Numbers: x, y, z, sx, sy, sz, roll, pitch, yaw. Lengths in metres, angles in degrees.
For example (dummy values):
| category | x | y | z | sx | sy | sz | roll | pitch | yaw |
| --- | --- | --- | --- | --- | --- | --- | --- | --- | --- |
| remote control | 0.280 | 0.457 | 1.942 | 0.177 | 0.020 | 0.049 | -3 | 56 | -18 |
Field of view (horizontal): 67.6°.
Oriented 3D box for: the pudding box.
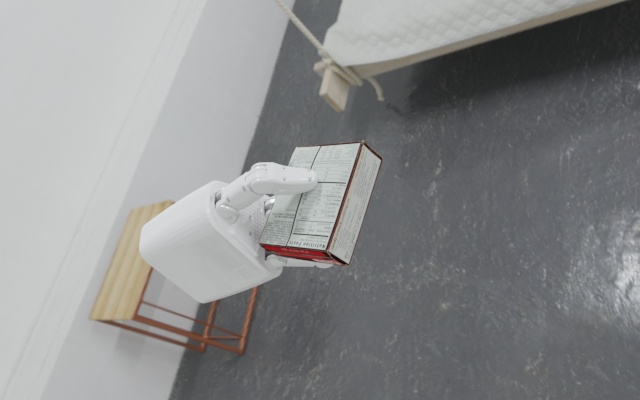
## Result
| category | x | y | z | sx | sy | sz | roll | pitch | yaw |
| --- | --- | --- | --- | --- | --- | --- | --- | --- | --- |
| pudding box | 0.000 | 0.001 | 0.450 | 0.090 | 0.113 | 0.039 | 2 | -23 | 42 |
